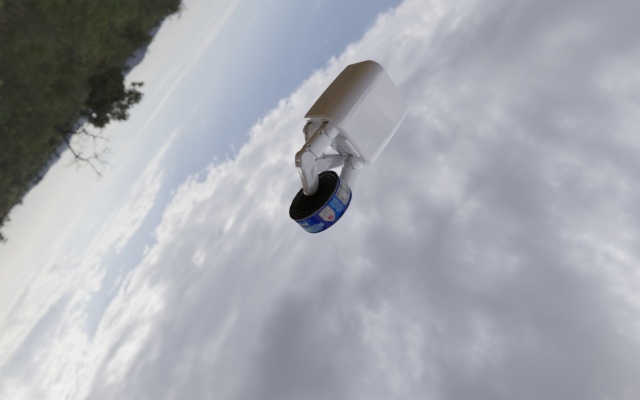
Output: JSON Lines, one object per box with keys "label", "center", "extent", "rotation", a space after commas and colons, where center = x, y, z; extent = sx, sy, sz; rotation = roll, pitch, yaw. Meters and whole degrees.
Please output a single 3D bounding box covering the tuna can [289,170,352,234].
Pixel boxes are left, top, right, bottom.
{"label": "tuna can", "center": [0.000, 0.003, 0.641], "extent": [0.034, 0.086, 0.086], "rotation": [44, -24, -27]}
